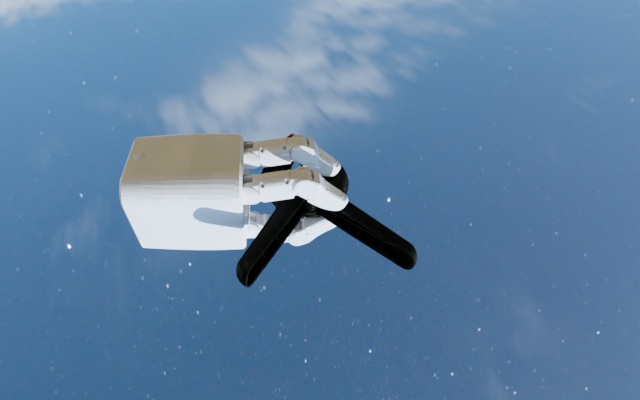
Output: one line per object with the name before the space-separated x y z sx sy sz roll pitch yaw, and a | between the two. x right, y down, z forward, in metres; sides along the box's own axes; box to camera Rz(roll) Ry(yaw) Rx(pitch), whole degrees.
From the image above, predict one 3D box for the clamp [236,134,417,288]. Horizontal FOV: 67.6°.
clamp | 0.000 0.002 0.489 0.164 0.036 0.209 1 41 -9
